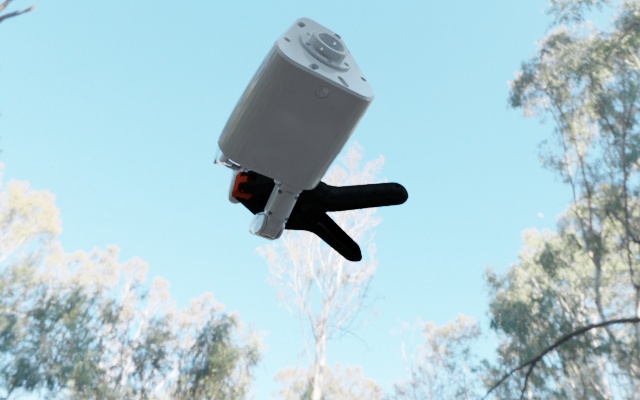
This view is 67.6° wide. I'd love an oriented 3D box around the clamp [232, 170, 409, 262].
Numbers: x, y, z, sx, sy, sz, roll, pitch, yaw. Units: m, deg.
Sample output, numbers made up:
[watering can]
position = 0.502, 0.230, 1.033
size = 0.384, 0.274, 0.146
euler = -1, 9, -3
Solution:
[clamp]
position = 0.000, 0.001, 0.487
size = 0.171, 0.120, 0.039
euler = 22, 36, -22
